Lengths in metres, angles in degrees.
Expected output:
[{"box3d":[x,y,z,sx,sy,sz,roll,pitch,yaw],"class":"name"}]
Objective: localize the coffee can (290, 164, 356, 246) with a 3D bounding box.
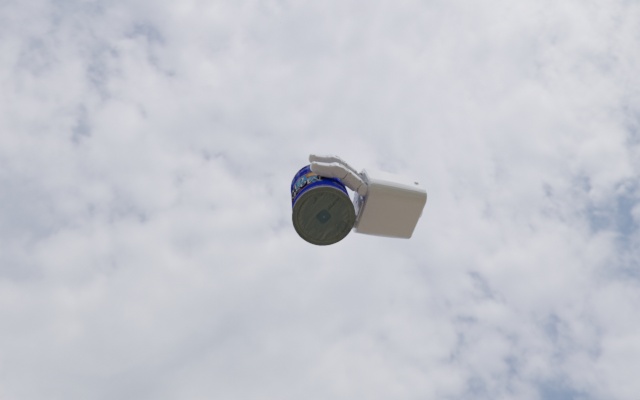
[{"box3d":[0.000,0.003,0.826,0.103,0.103,0.140,0,20,-5],"class":"coffee can"}]
